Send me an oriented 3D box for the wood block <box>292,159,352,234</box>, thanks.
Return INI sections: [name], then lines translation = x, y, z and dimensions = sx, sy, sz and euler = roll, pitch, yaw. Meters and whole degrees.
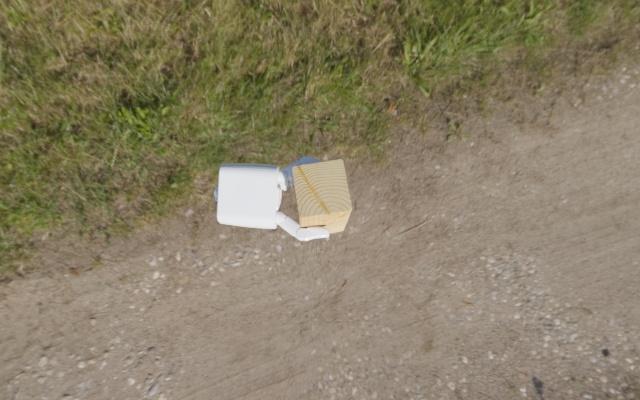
[wood block]
translation = 0.000, 0.003, 0.884
dimensions = 0.090, 0.090, 0.206
euler = -9, -13, -3
